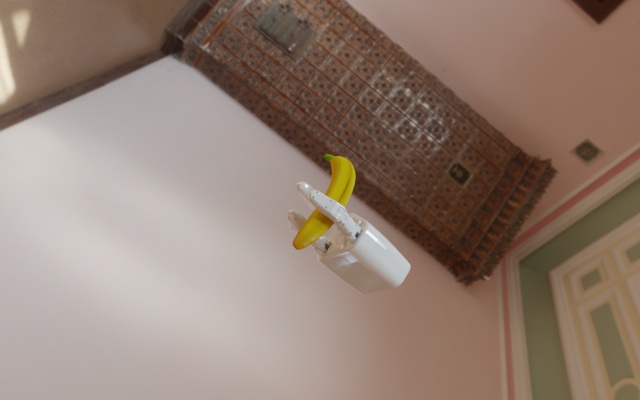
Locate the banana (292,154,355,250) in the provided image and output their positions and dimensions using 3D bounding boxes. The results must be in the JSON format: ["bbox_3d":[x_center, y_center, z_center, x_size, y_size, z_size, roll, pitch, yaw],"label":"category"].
[{"bbox_3d":[0.015,-0.005,0.744,0.069,0.197,0.037,-18,-53,39],"label":"banana"}]
